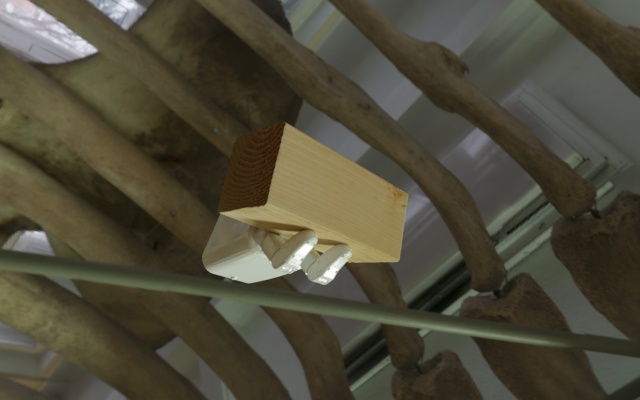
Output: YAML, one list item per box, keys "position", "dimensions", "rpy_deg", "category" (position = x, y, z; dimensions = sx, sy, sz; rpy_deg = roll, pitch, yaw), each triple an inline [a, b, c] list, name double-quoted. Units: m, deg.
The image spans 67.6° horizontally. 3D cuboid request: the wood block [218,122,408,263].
- position: [0.000, 0.002, 0.550]
  dimensions: [0.206, 0.090, 0.090]
  rpy_deg: [25, -23, -39]
  category: "wood block"
